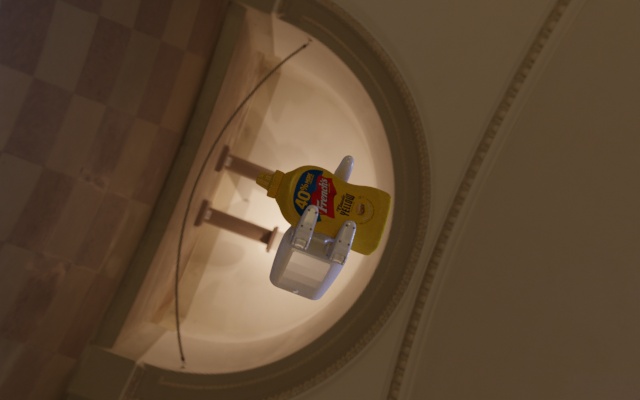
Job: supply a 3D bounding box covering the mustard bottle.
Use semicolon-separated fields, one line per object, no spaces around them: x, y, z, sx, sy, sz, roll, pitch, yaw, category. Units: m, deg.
0.000;0.002;0.681;0.191;0.096;0.058;21;-23;-4;mustard bottle
